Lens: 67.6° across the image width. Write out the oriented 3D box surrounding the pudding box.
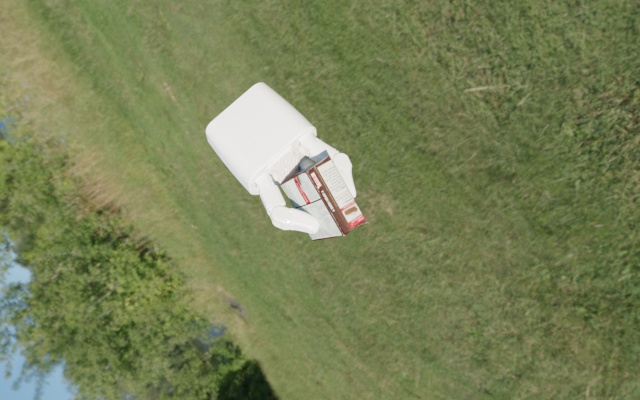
[{"bbox_3d":[0.000,0.002,0.589,0.039,0.090,0.113,-32,5,-20],"label":"pudding box"}]
